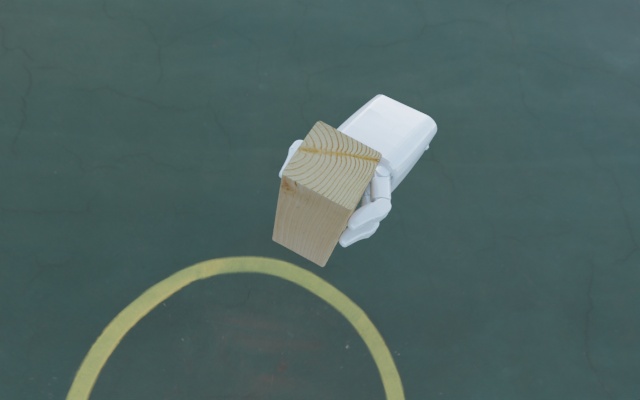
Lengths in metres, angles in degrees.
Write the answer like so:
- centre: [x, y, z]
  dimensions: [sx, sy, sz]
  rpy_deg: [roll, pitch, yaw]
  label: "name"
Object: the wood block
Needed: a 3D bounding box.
- centre: [0.000, 0.002, 0.637]
  dimensions: [0.091, 0.090, 0.206]
  rpy_deg: [29, -27, 5]
  label: "wood block"
